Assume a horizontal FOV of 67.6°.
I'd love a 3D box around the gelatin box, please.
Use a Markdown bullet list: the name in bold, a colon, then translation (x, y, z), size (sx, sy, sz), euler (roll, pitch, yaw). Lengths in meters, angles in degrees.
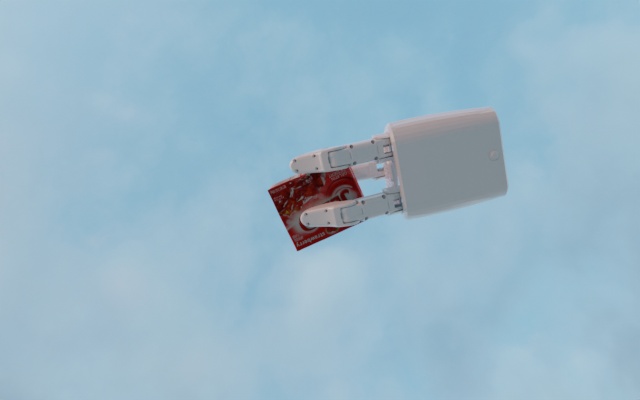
- **gelatin box**: translation (0.000, 0.002, 0.503), size (0.089, 0.073, 0.030), euler (-24, 9, 8)
